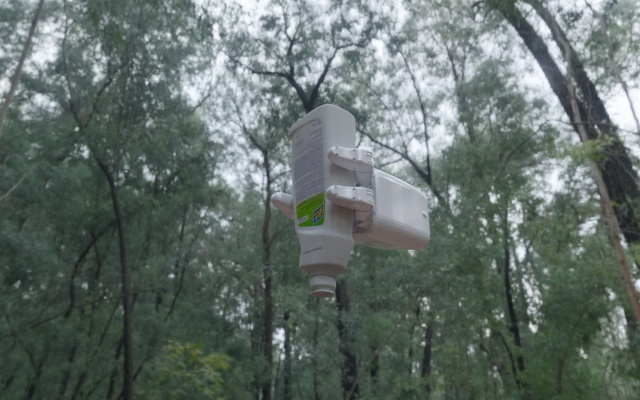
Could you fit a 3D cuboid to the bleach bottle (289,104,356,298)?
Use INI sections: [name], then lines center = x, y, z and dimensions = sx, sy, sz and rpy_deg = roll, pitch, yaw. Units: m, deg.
[bleach bottle]
center = 0.000, 0.002, 0.625
dimensions = 0.068, 0.250, 0.102
rpy_deg = 20, -32, -33
